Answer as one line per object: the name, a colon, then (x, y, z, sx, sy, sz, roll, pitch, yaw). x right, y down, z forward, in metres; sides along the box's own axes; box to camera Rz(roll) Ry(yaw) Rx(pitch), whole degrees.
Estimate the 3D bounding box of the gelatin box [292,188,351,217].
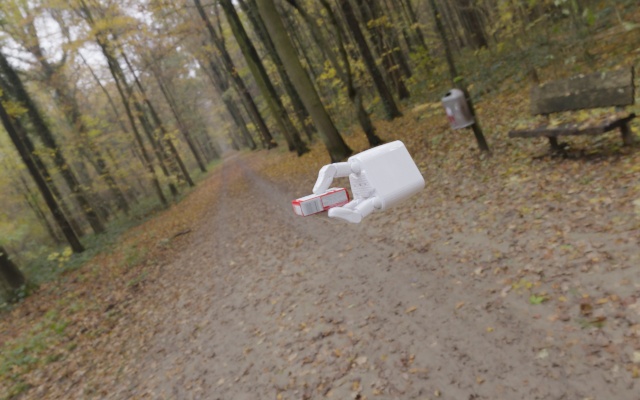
gelatin box: (0.000, 0.002, 0.851, 0.089, 0.030, 0.073, -17, 6, -13)
